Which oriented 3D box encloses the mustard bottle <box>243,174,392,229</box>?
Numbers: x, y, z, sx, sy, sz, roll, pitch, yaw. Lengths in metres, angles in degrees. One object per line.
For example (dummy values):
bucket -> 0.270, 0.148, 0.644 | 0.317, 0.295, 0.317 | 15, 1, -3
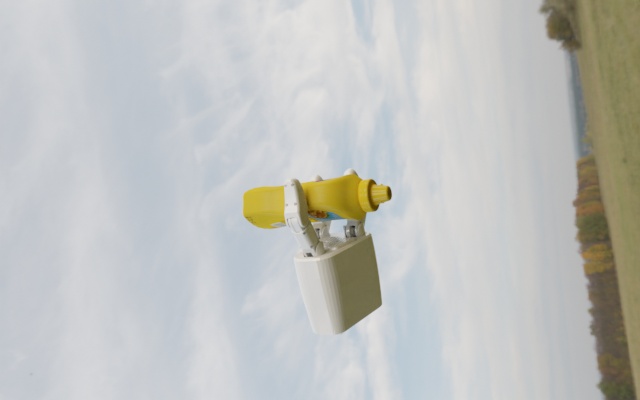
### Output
mustard bottle -> 0.000, 0.002, 0.620 | 0.191, 0.058, 0.096 | -7, -13, 29
